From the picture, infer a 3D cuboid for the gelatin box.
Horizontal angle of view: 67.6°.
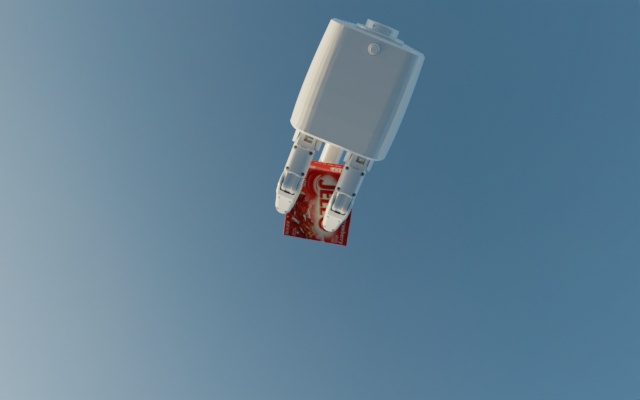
[{"bbox_3d":[0.000,0.002,0.530,0.073,0.089,0.030,10,27,4],"label":"gelatin box"}]
